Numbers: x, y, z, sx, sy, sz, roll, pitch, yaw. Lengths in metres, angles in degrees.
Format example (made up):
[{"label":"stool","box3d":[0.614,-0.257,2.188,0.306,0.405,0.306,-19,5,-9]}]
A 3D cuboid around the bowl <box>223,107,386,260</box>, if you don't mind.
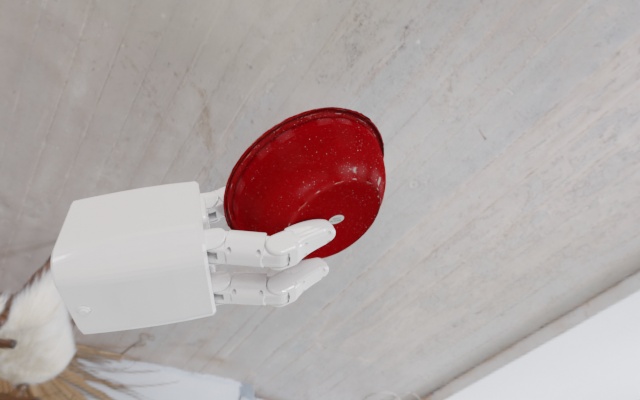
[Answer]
[{"label":"bowl","box3d":[0.001,0.001,0.421,0.162,0.162,0.055,0,40,-36]}]
